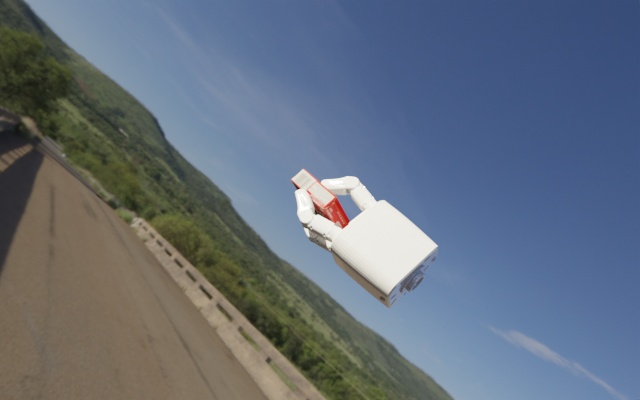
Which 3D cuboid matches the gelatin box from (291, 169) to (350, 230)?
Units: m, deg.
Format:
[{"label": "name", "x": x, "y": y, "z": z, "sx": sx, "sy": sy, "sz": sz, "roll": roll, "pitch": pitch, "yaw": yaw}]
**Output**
[{"label": "gelatin box", "x": 0.000, "y": 0.002, "z": 0.732, "sx": 0.089, "sy": 0.030, "sz": 0.073, "roll": 42, "pitch": -11, "yaw": 38}]
